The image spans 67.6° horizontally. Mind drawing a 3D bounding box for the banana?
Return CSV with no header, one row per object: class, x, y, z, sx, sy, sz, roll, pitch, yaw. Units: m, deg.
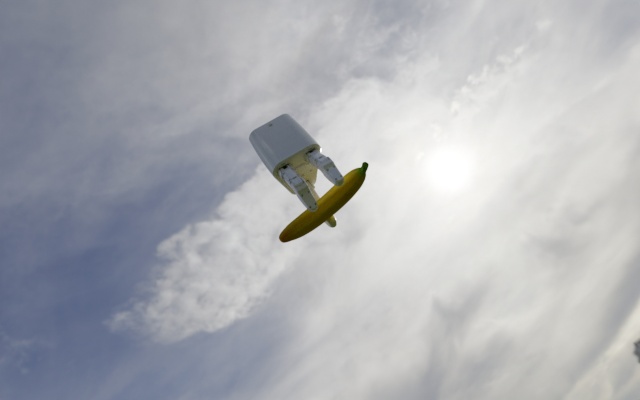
banana,0.010,0.004,0.819,0.198,0.037,0.070,-43,-25,10
